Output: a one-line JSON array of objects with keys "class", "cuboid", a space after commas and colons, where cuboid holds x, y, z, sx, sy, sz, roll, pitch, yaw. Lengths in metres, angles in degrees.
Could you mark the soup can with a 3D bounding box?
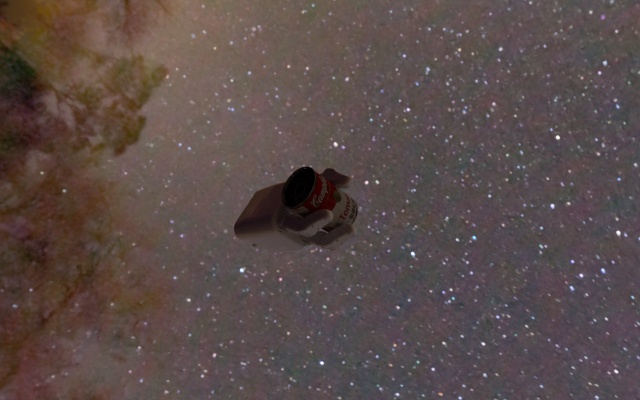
[{"class": "soup can", "cuboid": [0.001, 0.002, 0.724, 0.068, 0.068, 0.102, 0, -26, 47]}]
